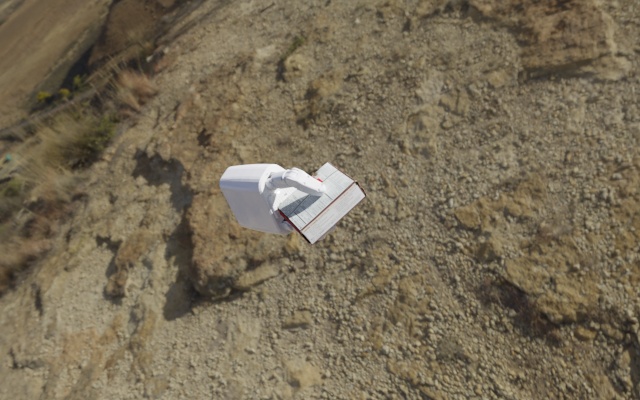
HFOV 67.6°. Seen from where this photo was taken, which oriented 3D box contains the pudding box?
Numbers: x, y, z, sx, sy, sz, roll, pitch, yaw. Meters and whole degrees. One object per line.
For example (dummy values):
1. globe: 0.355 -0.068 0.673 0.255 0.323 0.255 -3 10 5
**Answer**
1. pudding box: 0.000 0.002 0.715 0.039 0.113 0.090 50 -5 -37
